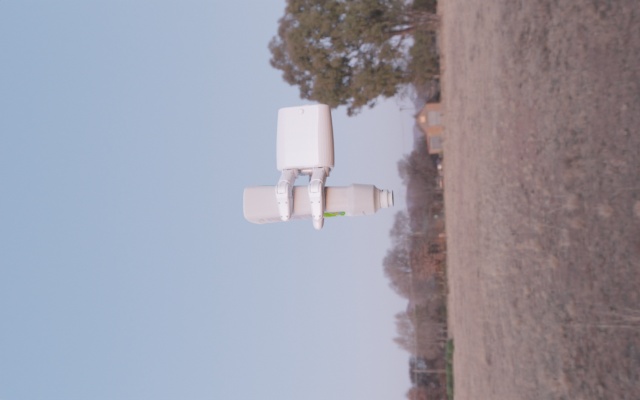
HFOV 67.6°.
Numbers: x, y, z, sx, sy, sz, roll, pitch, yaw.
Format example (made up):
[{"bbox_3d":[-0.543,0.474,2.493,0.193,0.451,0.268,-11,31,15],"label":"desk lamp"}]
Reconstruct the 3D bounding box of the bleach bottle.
[{"bbox_3d":[0.000,0.003,0.825,0.251,0.068,0.102,-2,-6,14],"label":"bleach bottle"}]
